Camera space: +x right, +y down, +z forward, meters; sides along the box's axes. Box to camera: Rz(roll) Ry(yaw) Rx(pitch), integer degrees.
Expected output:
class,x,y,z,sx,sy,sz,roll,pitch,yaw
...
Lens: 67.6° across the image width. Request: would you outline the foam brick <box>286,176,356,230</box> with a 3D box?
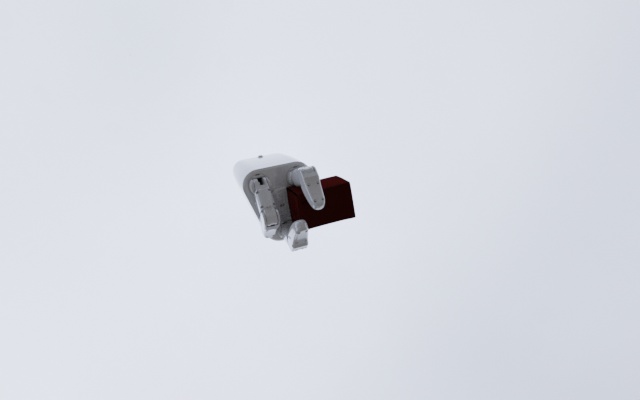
class,x,y,z,sx,sy,sz,roll,pitch,yaw
foam brick,0.000,0.002,0.652,0.078,0.053,0.051,-13,17,-16
